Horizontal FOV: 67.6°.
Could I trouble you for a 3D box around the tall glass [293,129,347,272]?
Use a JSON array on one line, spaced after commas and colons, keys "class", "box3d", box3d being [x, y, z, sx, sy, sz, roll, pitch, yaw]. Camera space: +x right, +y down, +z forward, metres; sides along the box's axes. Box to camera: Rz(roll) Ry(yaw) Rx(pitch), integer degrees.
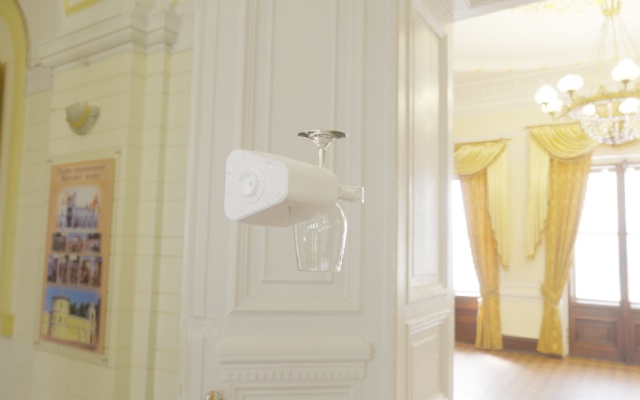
[{"class": "tall glass", "box3d": [0.000, 0.002, 0.700, 0.079, 0.201, 0.079, 1, -5, 0]}]
